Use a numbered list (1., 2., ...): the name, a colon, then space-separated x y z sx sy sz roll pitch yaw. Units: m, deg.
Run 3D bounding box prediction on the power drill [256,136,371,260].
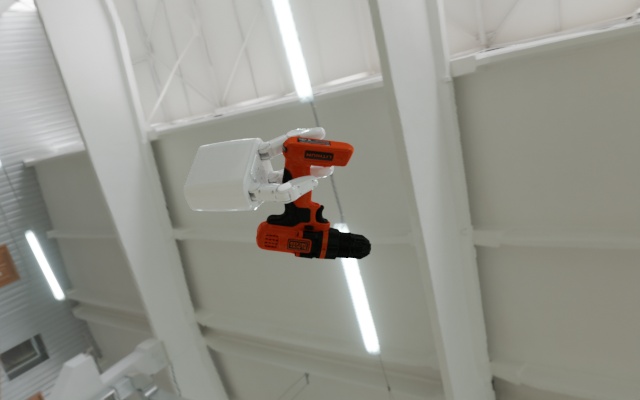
1. power drill: 0.000 0.002 0.738 0.184 0.188 0.057 7 17 -7
